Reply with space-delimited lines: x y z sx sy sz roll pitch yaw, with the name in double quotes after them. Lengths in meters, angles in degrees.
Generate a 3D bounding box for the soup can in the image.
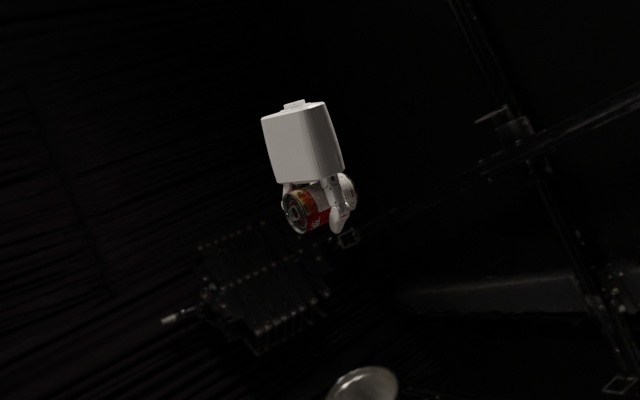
0.001 0.003 0.757 0.102 0.068 0.068 -23 11 -27 "soup can"
